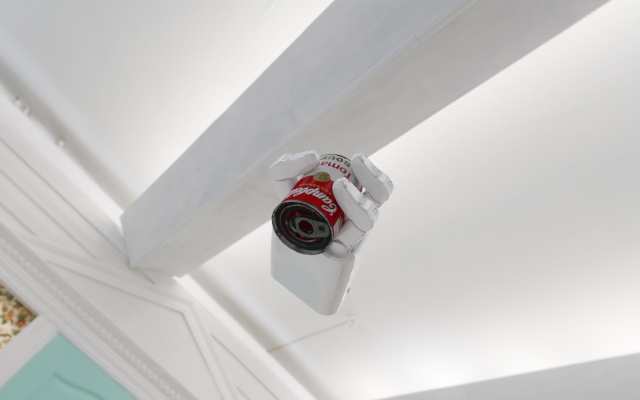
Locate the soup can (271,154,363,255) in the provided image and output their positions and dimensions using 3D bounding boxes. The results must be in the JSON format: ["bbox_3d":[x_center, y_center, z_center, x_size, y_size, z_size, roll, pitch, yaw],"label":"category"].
[{"bbox_3d":[0.000,0.001,0.518,0.068,0.068,0.102,0,33,27],"label":"soup can"}]
